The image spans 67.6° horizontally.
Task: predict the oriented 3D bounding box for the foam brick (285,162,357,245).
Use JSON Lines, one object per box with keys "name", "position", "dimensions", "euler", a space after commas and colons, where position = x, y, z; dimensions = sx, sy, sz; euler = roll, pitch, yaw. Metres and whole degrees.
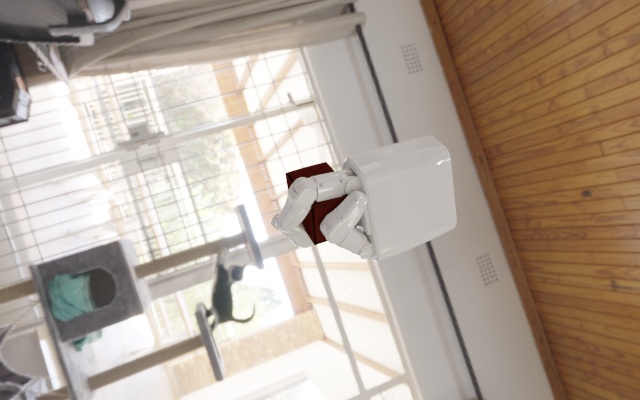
{"name": "foam brick", "position": [0.000, 0.002, 0.532], "dimensions": [0.051, 0.053, 0.078], "euler": [-19, 40, -15]}
